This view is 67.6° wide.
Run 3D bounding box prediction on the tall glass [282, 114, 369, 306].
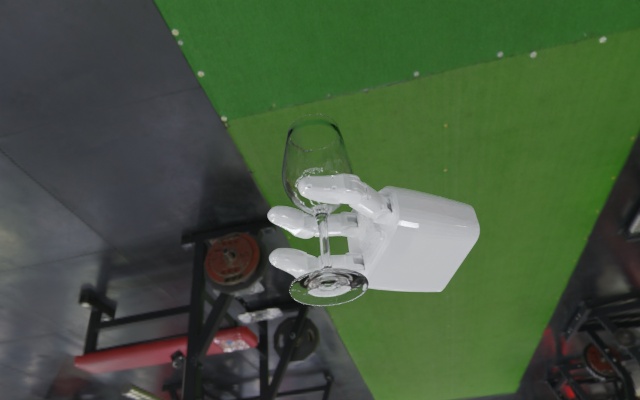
[{"bbox_3d":[0.000,0.002,0.498,0.079,0.201,0.079,-4,-36,-3],"label":"tall glass"}]
